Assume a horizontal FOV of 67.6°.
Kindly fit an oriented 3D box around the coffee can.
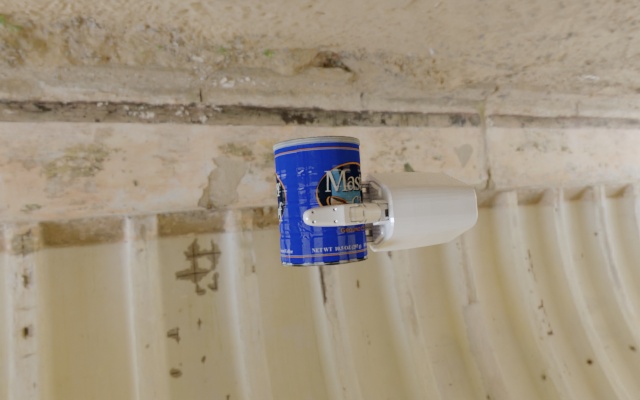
[{"bbox_3d":[0.000,0.002,0.563,0.103,0.140,0.103,-4,-2,0],"label":"coffee can"}]
